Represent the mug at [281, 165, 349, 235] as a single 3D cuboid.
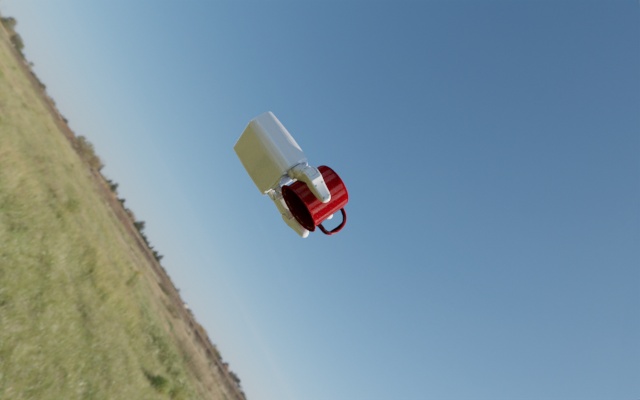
[{"bbox_3d":[0.001,0.004,0.808,0.081,0.117,0.093,-34,-5,-20],"label":"mug"}]
